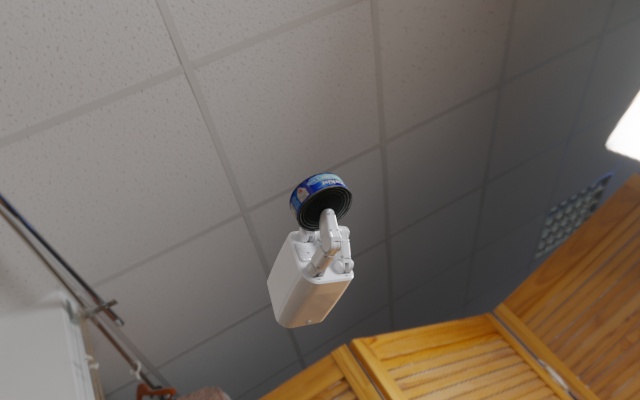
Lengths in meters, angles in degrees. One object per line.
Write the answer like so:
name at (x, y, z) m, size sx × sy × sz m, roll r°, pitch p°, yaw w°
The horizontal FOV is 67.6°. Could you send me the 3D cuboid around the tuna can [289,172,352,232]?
tuna can at (0.000, 0.002, 0.675) m, size 0.086 × 0.086 × 0.033 m, roll 0°, pitch 42°, yaw -36°
